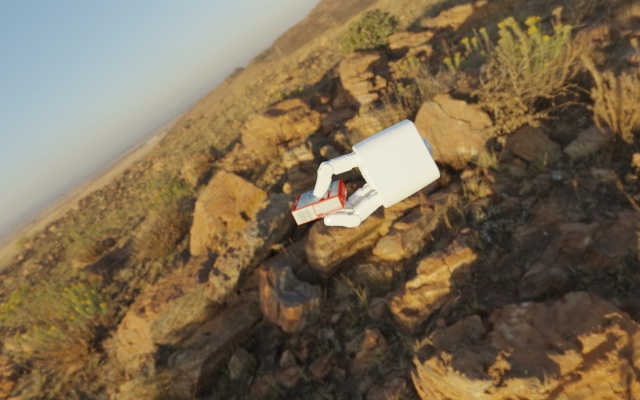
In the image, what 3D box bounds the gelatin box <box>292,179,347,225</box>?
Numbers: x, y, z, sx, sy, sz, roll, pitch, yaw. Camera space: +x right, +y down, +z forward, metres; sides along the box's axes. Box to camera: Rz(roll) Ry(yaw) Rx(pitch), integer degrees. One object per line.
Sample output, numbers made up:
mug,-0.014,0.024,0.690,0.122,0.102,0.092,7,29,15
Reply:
gelatin box,0.000,0.002,0.825,0.089,0.030,0.073,-20,20,14
